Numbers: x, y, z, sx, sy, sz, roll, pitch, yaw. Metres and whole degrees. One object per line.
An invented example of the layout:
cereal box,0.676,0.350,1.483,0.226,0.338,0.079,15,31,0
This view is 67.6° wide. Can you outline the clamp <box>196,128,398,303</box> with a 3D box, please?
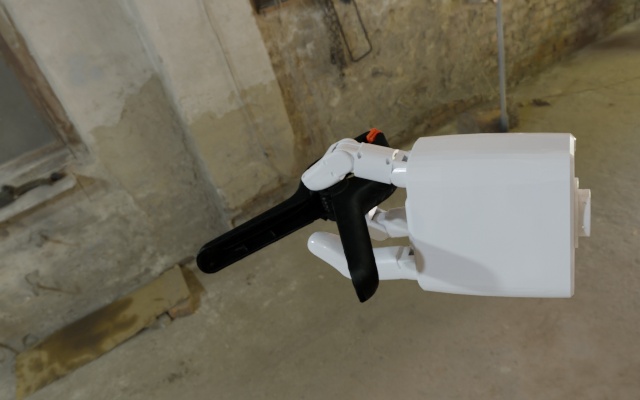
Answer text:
clamp,0.000,0.000,0.416,0.164,0.036,0.210,-1,36,29
